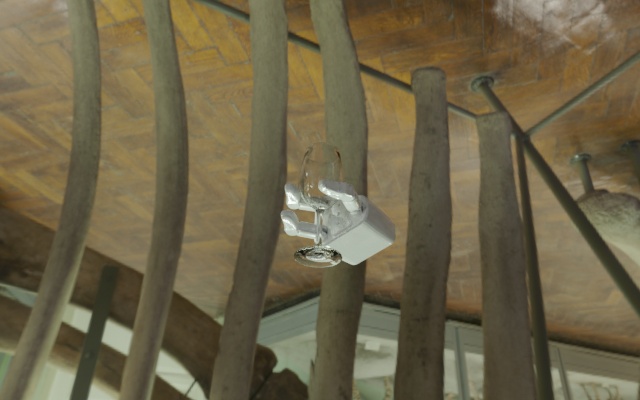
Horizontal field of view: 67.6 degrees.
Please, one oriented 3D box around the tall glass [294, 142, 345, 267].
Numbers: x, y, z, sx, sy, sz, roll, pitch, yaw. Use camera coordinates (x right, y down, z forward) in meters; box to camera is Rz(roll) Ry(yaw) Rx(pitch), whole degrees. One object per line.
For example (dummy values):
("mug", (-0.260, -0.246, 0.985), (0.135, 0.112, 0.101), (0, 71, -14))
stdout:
("tall glass", (0.000, 0.003, 0.779), (0.079, 0.201, 0.079), (2, -31, 1))
